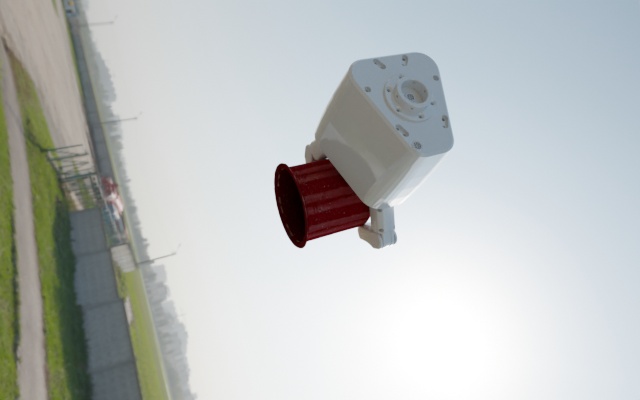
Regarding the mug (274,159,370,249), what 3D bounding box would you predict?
[{"bbox_3d":[0.000,0.002,0.532,0.081,0.093,0.117,-14,-18,-21],"label":"mug"}]
